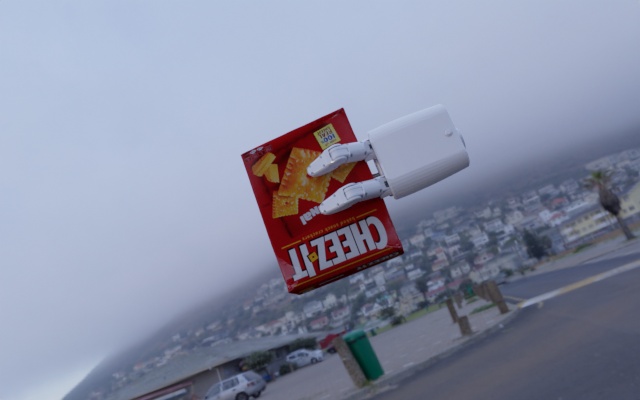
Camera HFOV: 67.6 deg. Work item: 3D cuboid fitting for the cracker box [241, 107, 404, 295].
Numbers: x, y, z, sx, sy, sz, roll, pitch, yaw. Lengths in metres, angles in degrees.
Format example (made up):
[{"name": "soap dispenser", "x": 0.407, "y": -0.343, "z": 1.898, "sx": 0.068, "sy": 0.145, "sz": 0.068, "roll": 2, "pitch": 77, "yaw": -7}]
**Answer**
[{"name": "cracker box", "x": 0.000, "y": 0.002, "z": 0.666, "sx": 0.164, "sy": 0.213, "sz": 0.072, "roll": -23, "pitch": -16, "yaw": 6}]
